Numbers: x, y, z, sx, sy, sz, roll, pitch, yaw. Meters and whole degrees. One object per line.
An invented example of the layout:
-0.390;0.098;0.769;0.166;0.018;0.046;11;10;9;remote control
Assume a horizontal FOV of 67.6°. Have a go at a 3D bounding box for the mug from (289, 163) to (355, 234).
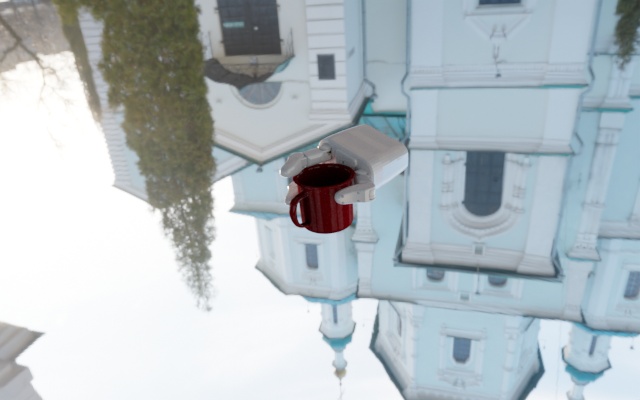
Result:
-0.001;0.003;0.719;0.093;0.081;0.117;18;35;39;mug
